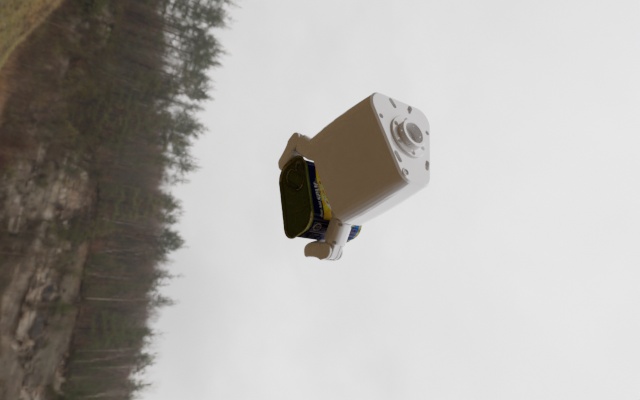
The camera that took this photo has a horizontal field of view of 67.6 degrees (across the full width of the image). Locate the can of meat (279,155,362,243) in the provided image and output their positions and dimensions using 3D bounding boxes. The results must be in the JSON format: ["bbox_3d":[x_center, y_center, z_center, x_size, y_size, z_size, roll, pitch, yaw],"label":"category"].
[{"bbox_3d":[0.000,0.002,0.605,0.084,0.102,0.057,12,-33,-36],"label":"can of meat"}]
